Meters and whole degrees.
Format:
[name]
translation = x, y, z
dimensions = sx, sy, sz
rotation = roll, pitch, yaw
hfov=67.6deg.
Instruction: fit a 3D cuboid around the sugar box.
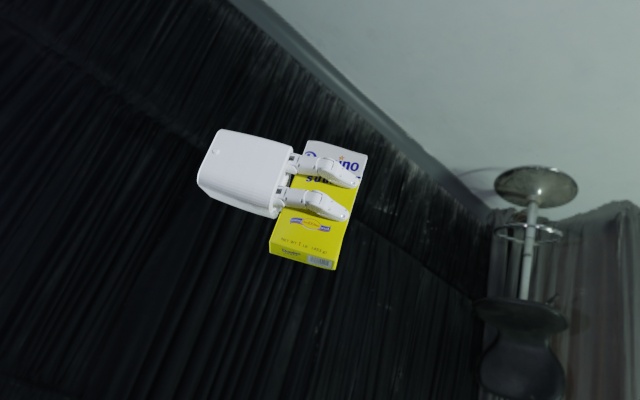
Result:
[sugar box]
translation = 0.000, 0.002, 0.671
dimensions = 0.093, 0.176, 0.048
rotation = 16, -27, 4
